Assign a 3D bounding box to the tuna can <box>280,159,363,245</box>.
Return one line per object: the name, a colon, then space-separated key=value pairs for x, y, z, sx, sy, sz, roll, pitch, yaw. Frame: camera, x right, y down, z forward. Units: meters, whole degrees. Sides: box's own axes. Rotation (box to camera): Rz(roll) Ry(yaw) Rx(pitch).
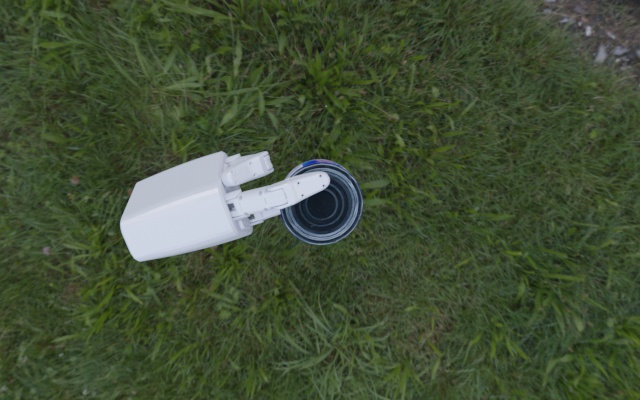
tuna can: x=0.000 y=0.002 z=0.490 sx=0.086 sy=0.086 sz=0.033 roll=0 pitch=10 yaw=-5
